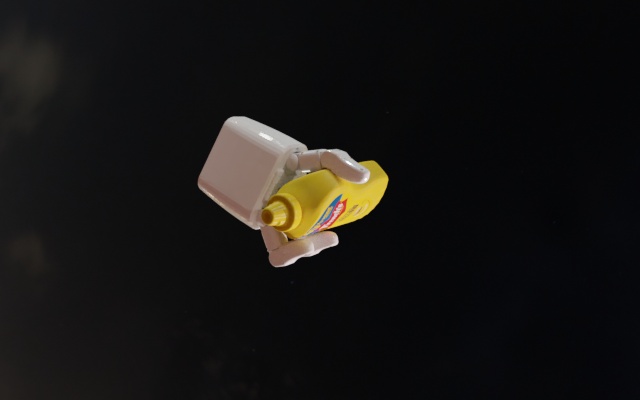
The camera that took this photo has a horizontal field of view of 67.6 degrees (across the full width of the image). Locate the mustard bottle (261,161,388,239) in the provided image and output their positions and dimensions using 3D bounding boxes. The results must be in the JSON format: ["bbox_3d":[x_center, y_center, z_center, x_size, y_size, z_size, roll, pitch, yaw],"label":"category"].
[{"bbox_3d":[0.000,0.002,0.565,0.191,0.058,0.096,-14,-27,-53],"label":"mustard bottle"}]
